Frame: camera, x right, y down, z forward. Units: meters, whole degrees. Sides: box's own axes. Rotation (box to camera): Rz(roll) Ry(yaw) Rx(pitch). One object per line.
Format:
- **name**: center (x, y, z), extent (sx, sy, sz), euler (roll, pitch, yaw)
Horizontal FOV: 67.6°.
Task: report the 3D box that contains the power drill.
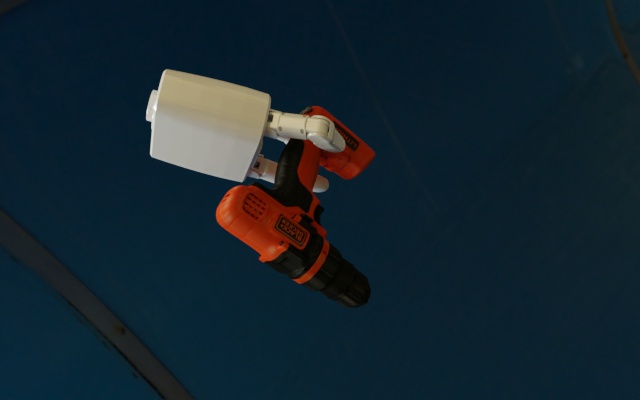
- **power drill**: center (0.000, 0.001, 0.518), extent (0.184, 0.187, 0.057), euler (38, -41, -19)
